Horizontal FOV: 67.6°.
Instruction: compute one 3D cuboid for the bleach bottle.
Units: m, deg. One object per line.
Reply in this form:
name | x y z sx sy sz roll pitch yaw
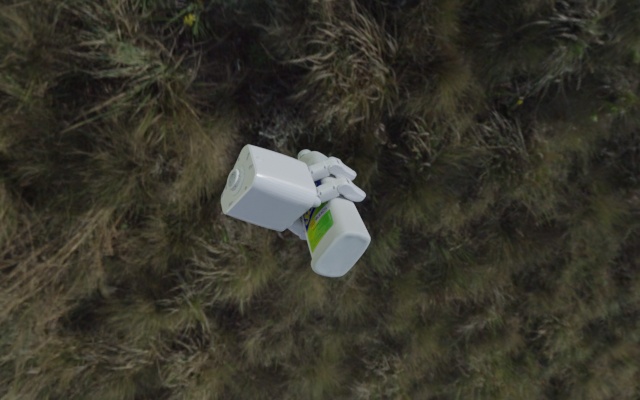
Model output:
bleach bottle | 0.000 0.003 0.807 0.068 0.103 0.250 18 32 -32
